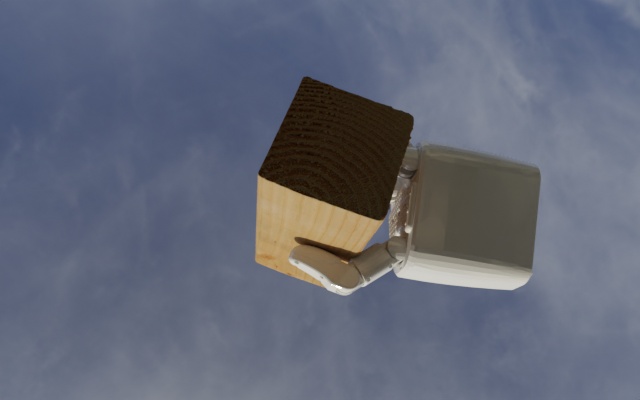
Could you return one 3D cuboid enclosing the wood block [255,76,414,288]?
[{"bbox_3d":[0.000,0.002,0.419,0.090,0.090,0.206,20,-24,1],"label":"wood block"}]
